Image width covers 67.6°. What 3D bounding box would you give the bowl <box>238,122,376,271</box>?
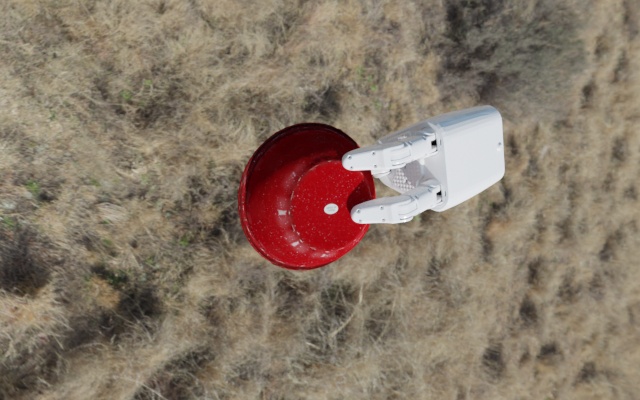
[{"bbox_3d":[-0.001,0.002,0.492,0.162,0.162,0.055,0,10,-26],"label":"bowl"}]
